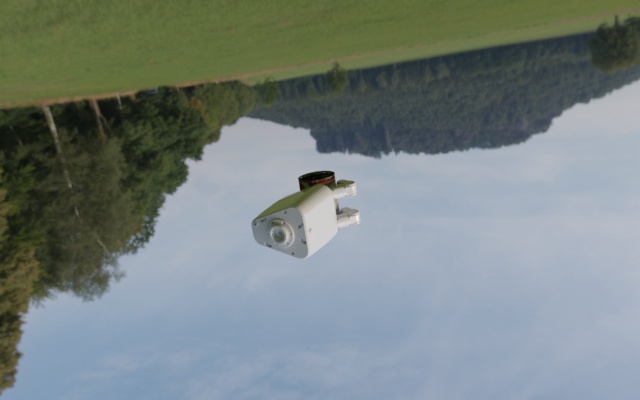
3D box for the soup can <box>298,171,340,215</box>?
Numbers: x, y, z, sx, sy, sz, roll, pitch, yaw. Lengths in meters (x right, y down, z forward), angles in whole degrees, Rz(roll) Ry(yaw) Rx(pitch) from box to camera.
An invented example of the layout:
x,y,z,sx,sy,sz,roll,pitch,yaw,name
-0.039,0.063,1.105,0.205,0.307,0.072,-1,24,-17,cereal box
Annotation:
x,y,z,sx,sy,sz,roll,pitch,yaw,name
0.000,0.003,0.877,0.068,0.102,0.068,-8,17,2,soup can
